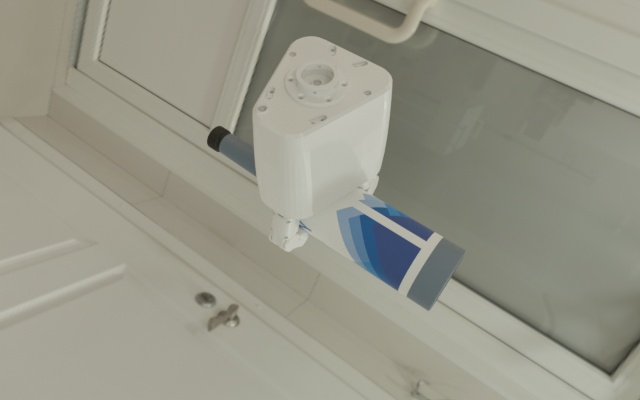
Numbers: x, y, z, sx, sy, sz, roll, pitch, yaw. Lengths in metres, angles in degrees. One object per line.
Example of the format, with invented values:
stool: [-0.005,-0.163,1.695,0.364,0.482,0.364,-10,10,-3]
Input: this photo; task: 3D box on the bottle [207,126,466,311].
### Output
bottle: [0.000,0.002,0.491,0.295,0.069,0.069,32,11,18]
